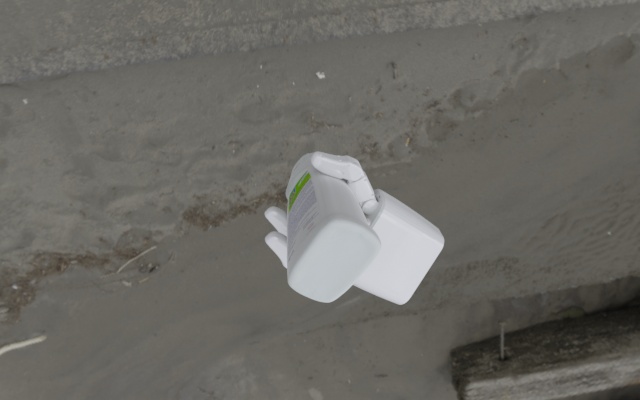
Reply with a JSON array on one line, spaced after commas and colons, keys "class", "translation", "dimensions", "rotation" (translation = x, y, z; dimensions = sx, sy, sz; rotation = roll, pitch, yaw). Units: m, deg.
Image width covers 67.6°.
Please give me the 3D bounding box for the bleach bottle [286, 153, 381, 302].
[{"class": "bleach bottle", "translation": [0.000, 0.002, 0.570], "dimensions": [0.068, 0.102, 0.250], "rotation": [29, 23, -20]}]
